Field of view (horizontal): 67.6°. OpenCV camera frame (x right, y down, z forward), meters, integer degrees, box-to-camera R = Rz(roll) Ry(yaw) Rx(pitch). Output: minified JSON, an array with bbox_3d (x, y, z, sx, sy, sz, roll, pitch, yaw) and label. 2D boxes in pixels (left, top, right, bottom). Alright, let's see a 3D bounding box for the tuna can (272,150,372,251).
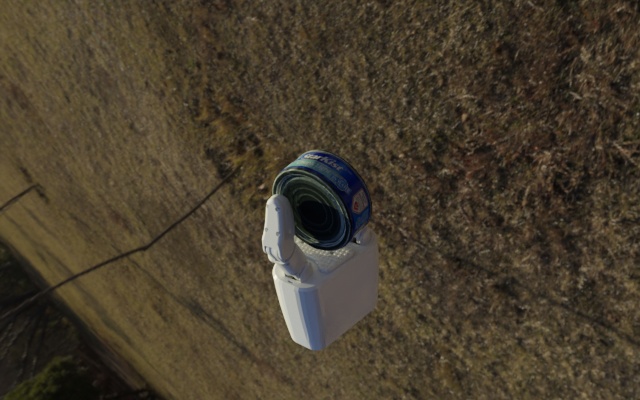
[{"bbox_3d":[0.000,0.002,0.416,0.086,0.086,0.033,0,31,42],"label":"tuna can"}]
